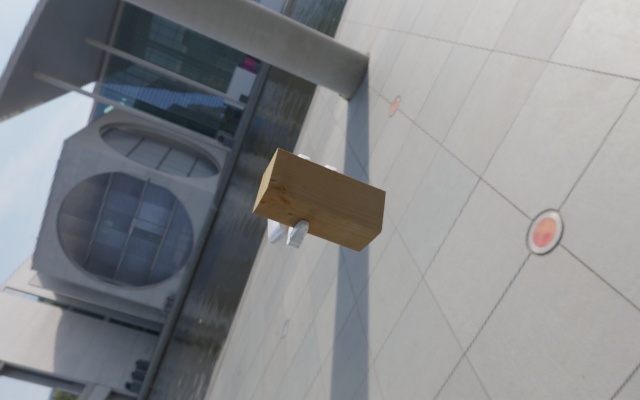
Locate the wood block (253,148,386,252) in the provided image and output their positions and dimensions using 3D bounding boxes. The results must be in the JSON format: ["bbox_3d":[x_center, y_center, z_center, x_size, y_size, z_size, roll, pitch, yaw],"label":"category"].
[{"bbox_3d":[0.000,0.003,0.830,0.206,0.090,0.090,21,-36,-13],"label":"wood block"}]
